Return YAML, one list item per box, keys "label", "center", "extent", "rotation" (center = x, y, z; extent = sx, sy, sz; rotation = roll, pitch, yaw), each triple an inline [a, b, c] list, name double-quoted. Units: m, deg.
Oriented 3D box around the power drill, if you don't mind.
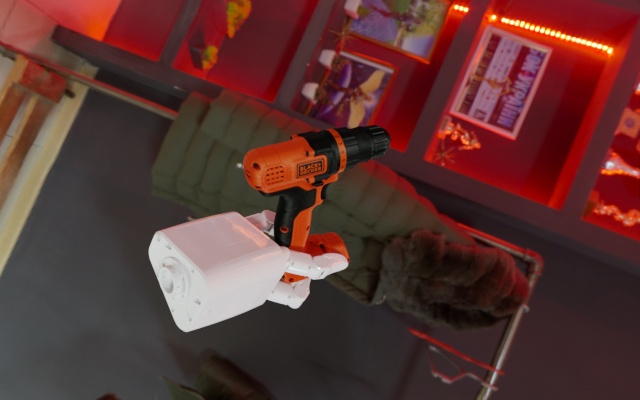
- label: "power drill"
  center: [0.000, 0.002, 0.589]
  extent: [0.184, 0.188, 0.057]
  rotation: [-15, 35, -22]
